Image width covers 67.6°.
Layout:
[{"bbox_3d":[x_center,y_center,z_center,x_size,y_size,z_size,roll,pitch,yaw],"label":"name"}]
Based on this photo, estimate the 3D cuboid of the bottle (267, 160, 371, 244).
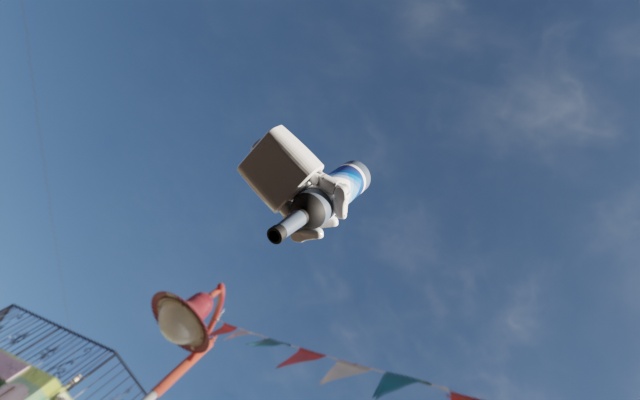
[{"bbox_3d":[0.000,0.003,0.828,0.069,0.069,0.295,0,20,30],"label":"bottle"}]
